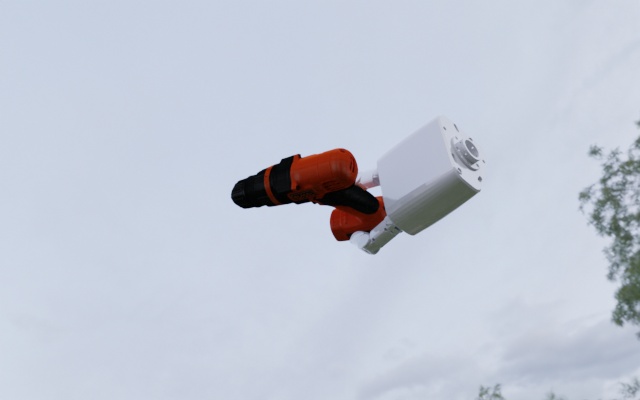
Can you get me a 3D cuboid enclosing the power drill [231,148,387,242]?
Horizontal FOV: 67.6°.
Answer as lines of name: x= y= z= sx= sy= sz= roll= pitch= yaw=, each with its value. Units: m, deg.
power drill: x=0.001 y=0.002 z=0.637 sx=0.184 sy=0.057 sz=0.188 roll=-12 pitch=-26 yaw=34
